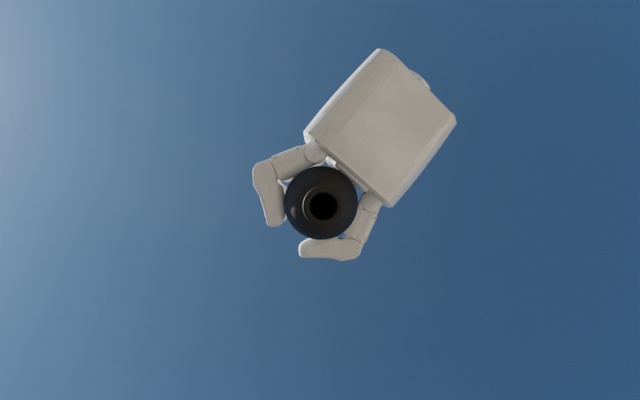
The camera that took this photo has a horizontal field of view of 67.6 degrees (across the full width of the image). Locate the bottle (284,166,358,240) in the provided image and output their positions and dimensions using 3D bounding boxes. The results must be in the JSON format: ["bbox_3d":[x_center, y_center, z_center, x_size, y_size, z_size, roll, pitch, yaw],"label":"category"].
[{"bbox_3d":[0.000,0.002,0.463,0.069,0.069,0.295,0,1,-1],"label":"bottle"}]
